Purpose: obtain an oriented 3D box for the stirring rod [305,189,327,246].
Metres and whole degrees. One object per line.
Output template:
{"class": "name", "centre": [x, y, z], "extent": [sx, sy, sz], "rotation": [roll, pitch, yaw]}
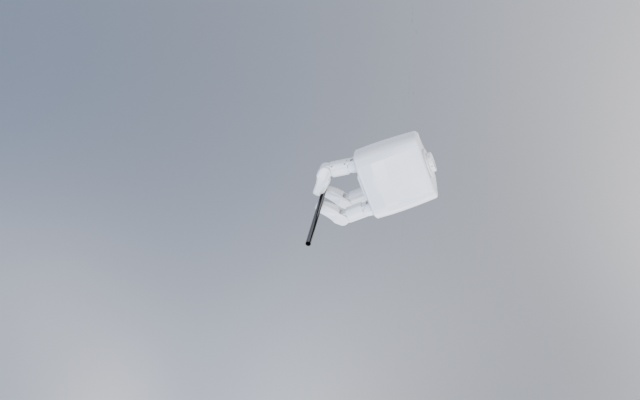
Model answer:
{"class": "stirring rod", "centre": [0.000, 0.002, 0.793], "extent": [0.011, 0.011, 0.239], "rotation": [0, 30, 10]}
